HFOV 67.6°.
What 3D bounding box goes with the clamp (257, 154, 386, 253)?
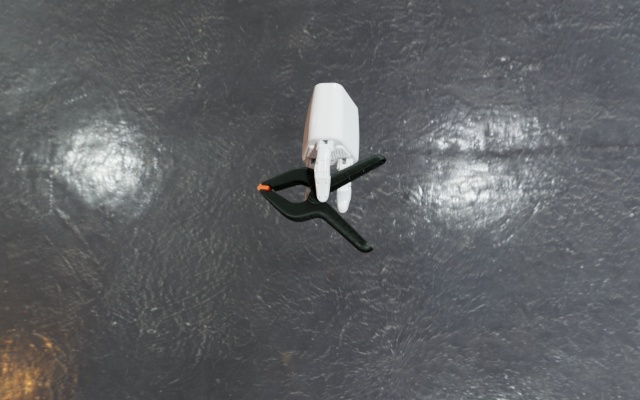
[{"bbox_3d":[-0.001,0.002,0.776,0.210,0.164,0.036,0,-20,9],"label":"clamp"}]
